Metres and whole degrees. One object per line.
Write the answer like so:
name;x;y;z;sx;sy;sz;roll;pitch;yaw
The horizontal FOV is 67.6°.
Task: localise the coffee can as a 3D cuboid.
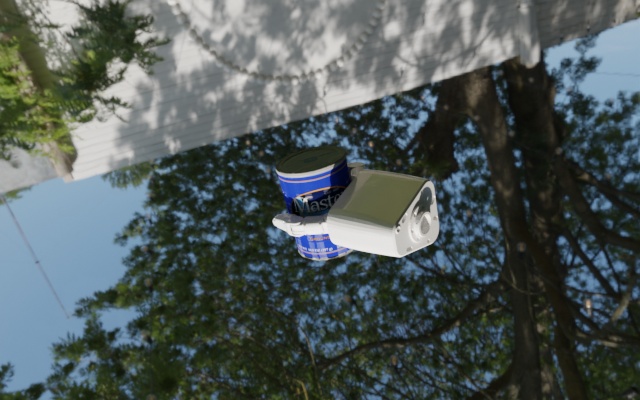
coffee can;0.000;0.002;0.708;0.103;0.140;0.102;-11;24;5
